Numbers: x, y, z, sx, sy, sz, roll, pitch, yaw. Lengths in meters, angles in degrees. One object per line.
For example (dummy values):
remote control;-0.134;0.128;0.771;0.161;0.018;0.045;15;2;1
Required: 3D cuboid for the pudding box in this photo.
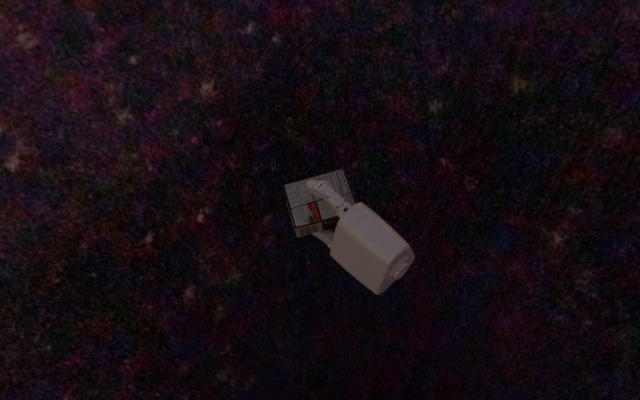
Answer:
pudding box;0.000;0.003;0.806;0.113;0.090;0.039;-15;-30;-5
